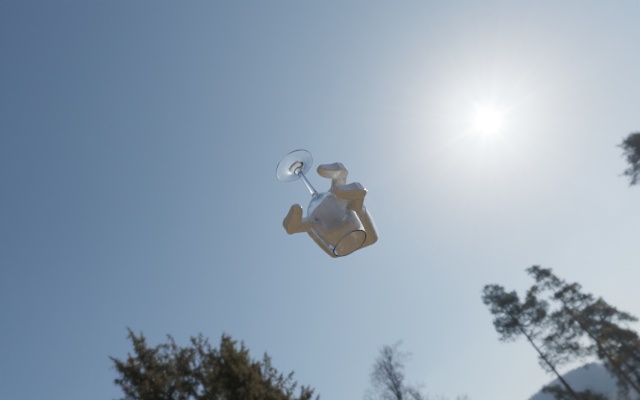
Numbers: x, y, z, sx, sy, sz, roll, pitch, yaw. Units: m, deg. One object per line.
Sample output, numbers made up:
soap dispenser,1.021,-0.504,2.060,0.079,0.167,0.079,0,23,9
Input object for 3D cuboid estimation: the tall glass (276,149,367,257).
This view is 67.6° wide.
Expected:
tall glass,0.000,0.002,0.816,0.079,0.079,0.201,0,42,-39
